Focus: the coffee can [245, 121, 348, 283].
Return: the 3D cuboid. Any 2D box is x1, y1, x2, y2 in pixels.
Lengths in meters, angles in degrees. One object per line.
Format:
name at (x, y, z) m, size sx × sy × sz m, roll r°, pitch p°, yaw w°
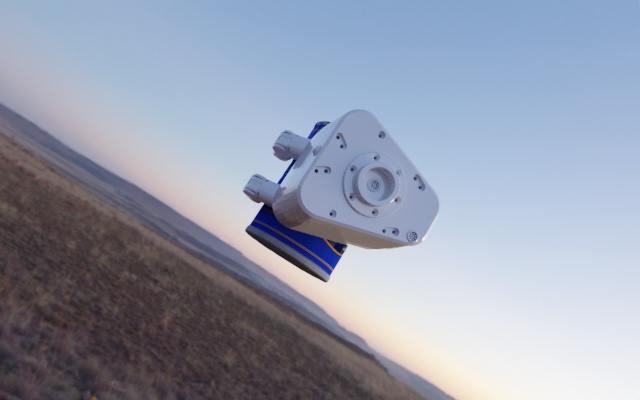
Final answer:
coffee can at (0.000, 0.002, 0.514) m, size 0.103 × 0.140 × 0.103 m, roll 31°, pitch -11°, yaw 7°
